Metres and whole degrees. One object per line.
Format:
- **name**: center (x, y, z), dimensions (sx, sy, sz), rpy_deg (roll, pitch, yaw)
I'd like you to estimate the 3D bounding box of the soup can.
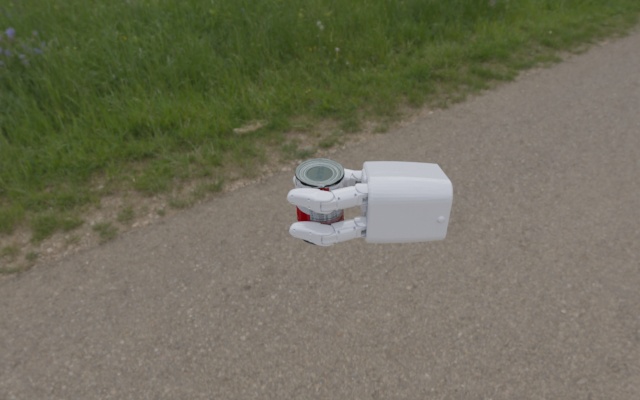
- **soup can**: center (0.000, 0.002, 0.657), dimensions (0.068, 0.102, 0.068), rpy_deg (-1, 37, 1)
